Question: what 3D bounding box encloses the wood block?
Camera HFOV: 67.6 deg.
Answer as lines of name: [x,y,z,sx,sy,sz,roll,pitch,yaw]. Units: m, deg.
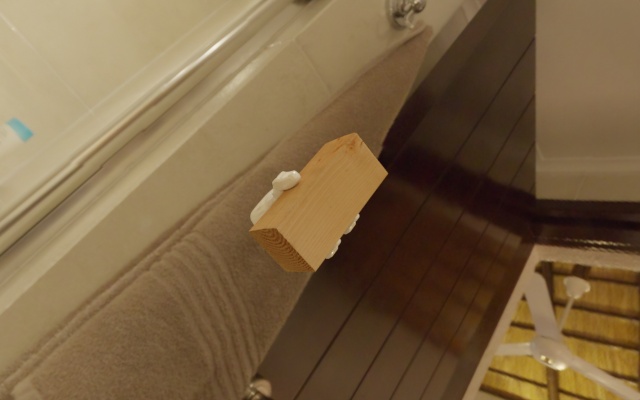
wood block: [0.000,0.002,0.733,0.206,0.091,0.090,-51,21,-27]
